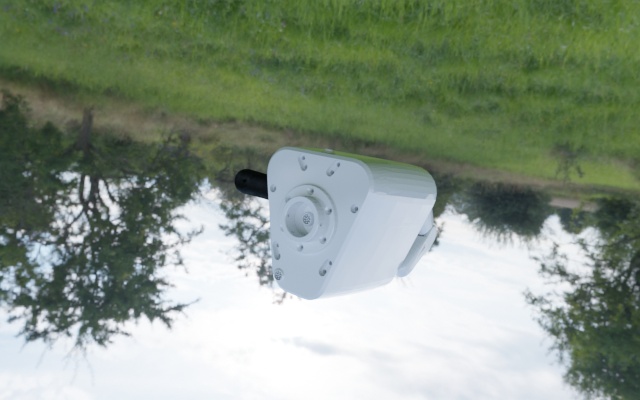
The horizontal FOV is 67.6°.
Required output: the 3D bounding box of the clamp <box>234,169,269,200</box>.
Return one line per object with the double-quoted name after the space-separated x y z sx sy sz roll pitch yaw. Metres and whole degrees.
0.000 0.002 0.482 0.171 0.039 0.120 14 6 34 "clamp"
